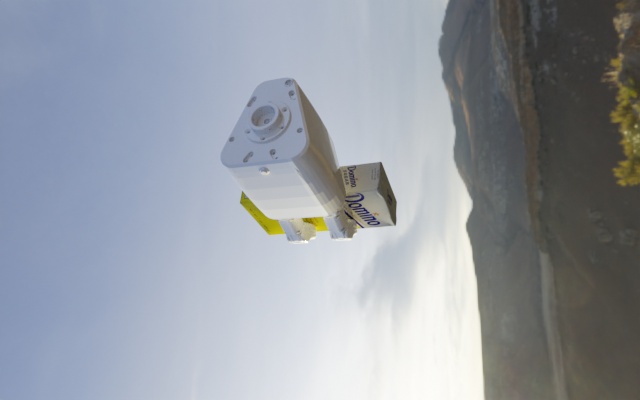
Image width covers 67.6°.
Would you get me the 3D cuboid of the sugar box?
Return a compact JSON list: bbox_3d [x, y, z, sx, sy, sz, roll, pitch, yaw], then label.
[{"bbox_3d":[0.000,0.002,0.596,0.176,0.048,0.093,-4,-31,21],"label":"sugar box"}]
